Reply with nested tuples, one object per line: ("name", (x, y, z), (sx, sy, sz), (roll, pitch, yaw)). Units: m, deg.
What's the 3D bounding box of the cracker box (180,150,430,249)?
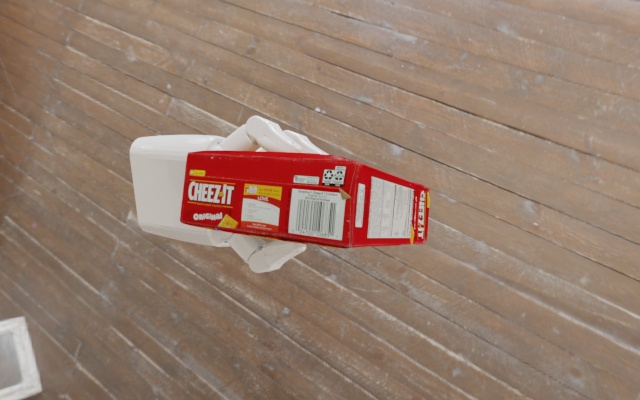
("cracker box", (0.000, 0.002, 0.467), (0.164, 0.072, 0.214), (5, -1, 27))
